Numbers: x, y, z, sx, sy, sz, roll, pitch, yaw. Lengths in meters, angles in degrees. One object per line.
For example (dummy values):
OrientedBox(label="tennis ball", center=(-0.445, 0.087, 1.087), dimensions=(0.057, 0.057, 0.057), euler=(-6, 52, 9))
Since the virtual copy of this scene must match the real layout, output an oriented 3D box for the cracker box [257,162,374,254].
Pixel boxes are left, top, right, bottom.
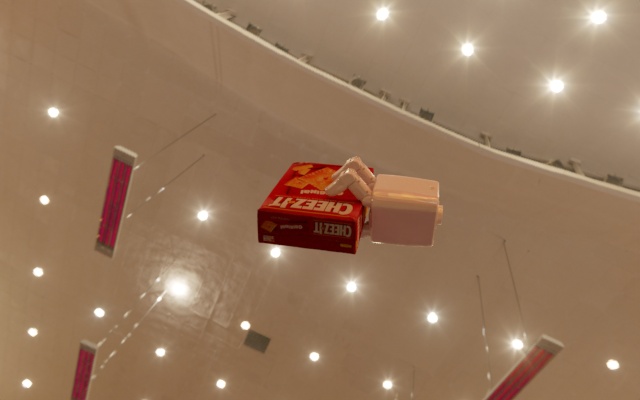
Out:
OrientedBox(label="cracker box", center=(0.000, 0.003, 0.844), dimensions=(0.164, 0.072, 0.213), euler=(5, 26, 12))
